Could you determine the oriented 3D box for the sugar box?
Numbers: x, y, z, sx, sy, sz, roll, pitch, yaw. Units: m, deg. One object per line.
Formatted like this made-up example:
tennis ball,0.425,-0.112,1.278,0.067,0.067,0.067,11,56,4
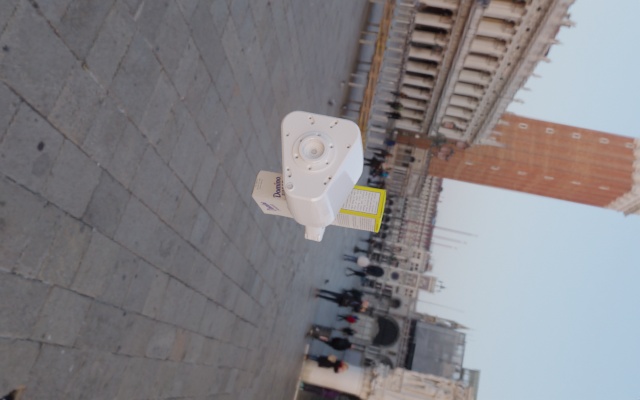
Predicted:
sugar box,0.000,0.002,0.671,0.176,0.048,0.093,12,-16,8
